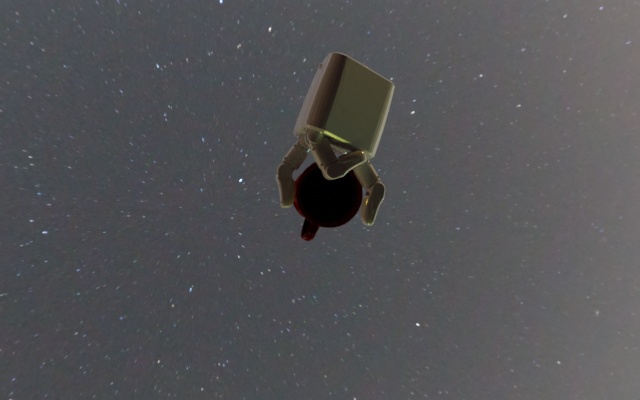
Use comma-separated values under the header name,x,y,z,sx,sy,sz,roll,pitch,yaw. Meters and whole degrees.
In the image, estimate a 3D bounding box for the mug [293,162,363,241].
name,x,y,z,sx,sy,sz,roll,pitch,yaw
mug,0.000,0.004,0.681,0.093,0.117,0.081,20,-5,-12
